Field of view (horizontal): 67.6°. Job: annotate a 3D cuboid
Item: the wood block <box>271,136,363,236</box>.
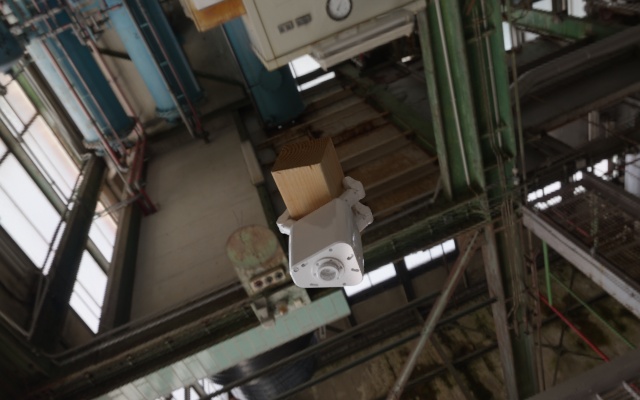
[{"bbox_3d":[0.000,0.003,0.845,0.091,0.206,0.090,-8,34,20],"label":"wood block"}]
